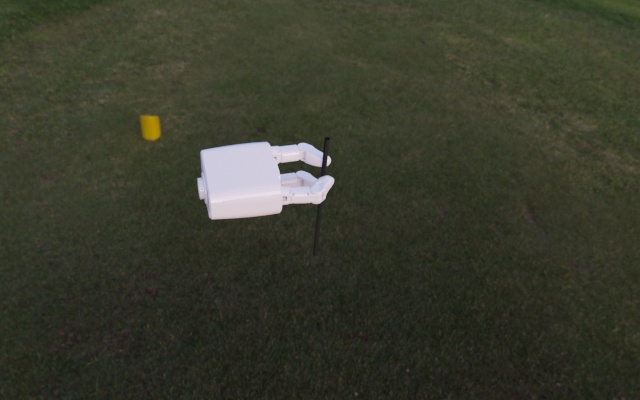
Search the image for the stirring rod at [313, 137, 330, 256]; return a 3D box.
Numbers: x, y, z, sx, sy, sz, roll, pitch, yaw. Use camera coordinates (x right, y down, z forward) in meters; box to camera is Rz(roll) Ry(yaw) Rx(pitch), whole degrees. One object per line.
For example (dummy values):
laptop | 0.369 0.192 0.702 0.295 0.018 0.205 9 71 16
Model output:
stirring rod | 0.000 0.003 0.786 0.011 0.240 0.011 4 37 -3
